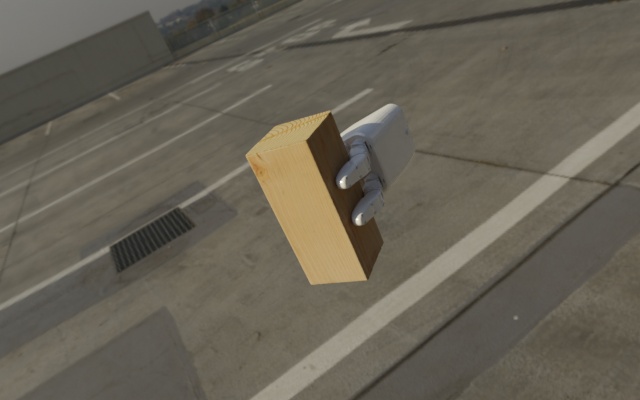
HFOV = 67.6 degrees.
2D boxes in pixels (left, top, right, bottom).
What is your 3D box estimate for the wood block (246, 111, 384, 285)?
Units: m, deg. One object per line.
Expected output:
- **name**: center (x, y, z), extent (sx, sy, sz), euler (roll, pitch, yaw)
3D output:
- **wood block**: center (0.000, 0.002, 0.629), extent (0.091, 0.206, 0.090), euler (-10, 28, 29)
